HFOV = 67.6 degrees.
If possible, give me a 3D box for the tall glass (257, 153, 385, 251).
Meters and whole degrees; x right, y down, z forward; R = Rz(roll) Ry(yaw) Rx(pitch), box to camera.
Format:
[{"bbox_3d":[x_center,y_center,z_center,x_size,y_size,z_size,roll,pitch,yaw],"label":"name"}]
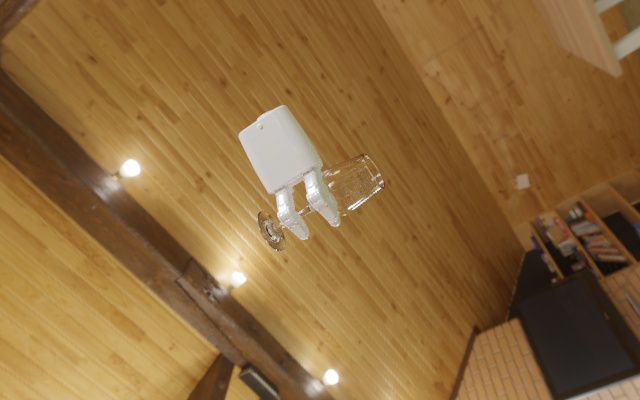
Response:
[{"bbox_3d":[0.000,0.003,0.754,0.201,0.079,0.079,-30,-11,19],"label":"tall glass"}]
